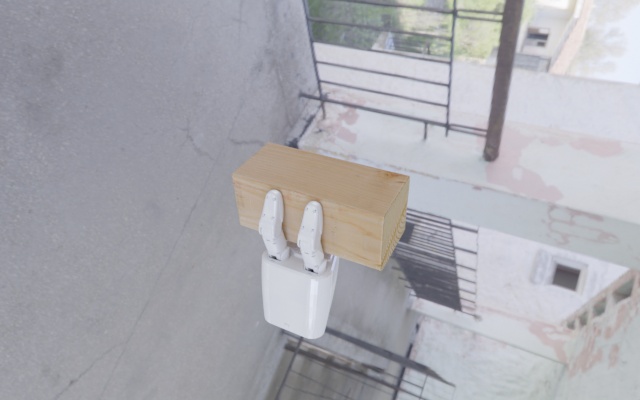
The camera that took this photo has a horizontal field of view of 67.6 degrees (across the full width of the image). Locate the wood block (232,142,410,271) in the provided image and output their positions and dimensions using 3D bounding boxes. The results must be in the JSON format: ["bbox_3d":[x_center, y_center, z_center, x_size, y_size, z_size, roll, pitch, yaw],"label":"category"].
[{"bbox_3d":[0.000,0.002,0.619,0.206,0.090,0.090,16,40,22],"label":"wood block"}]
